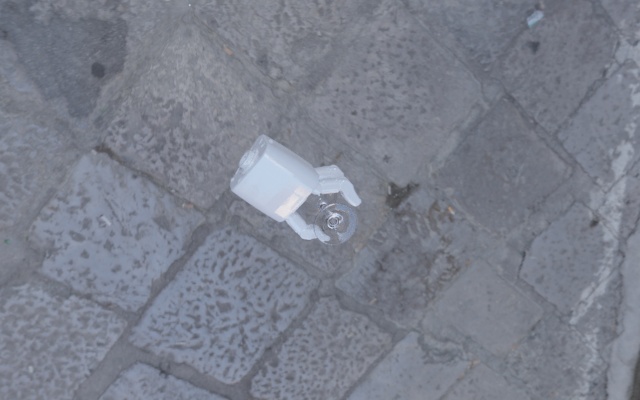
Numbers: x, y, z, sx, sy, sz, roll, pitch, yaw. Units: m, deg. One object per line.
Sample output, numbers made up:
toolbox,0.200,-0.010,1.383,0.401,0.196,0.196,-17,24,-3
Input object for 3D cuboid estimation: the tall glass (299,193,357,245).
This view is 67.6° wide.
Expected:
tall glass,0.000,0.003,0.867,0.079,0.079,0.201,0,21,-15
